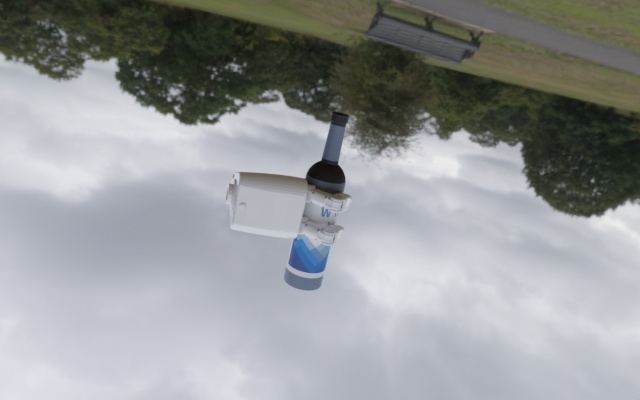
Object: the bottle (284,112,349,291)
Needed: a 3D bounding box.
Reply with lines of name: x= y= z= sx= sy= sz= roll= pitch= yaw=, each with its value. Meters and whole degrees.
bottle: x=0.000 y=0.003 z=0.784 sx=0.069 sy=0.296 sz=0.069 roll=12 pitch=17 yaw=-4
